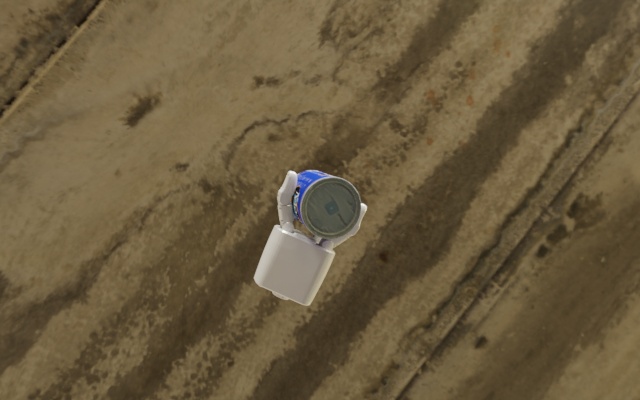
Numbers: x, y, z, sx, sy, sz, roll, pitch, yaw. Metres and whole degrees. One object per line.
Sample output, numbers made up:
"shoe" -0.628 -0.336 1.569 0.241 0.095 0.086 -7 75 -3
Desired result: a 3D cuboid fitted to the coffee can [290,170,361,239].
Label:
"coffee can" 0.000 0.003 0.842 0.103 0.103 0.140 0 8 -15
